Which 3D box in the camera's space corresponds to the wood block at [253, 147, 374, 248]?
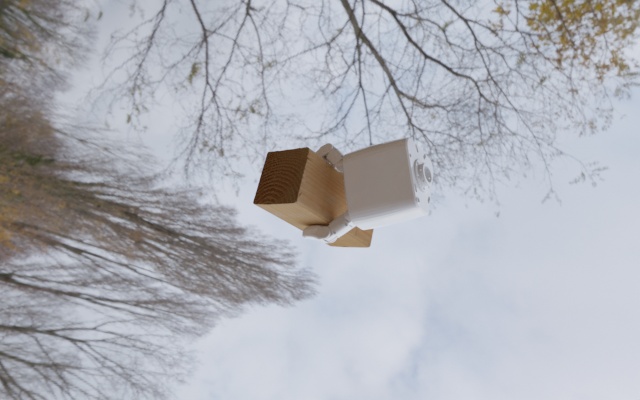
[{"bbox_3d":[0.000,0.003,0.778,0.090,0.090,0.206,-2,-24,38],"label":"wood block"}]
